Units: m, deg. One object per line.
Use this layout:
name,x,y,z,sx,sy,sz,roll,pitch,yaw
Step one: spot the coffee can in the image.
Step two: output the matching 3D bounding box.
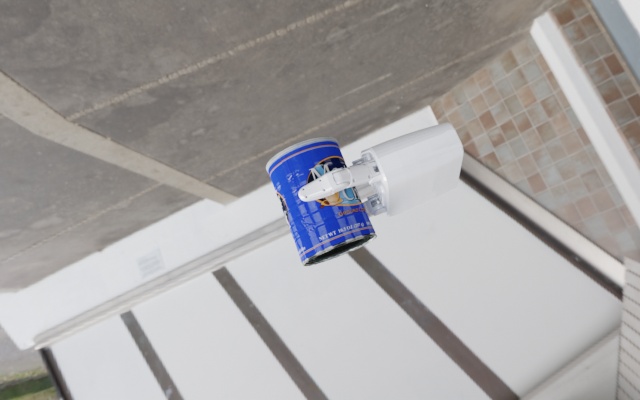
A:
coffee can,0.000,0.002,0.626,0.103,0.140,0.103,-21,-13,-5
